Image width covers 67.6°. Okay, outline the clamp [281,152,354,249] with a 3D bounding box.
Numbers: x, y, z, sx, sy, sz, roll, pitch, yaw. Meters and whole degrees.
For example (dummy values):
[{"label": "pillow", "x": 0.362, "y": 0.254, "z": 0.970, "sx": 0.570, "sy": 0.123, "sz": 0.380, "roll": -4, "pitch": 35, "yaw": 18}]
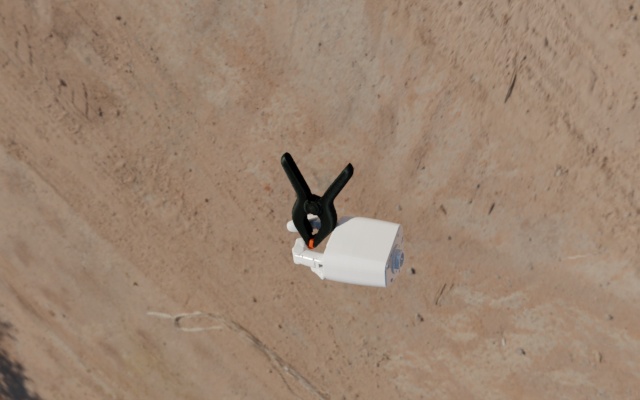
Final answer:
[{"label": "clamp", "x": 0.000, "y": 0.003, "z": 0.788, "sx": 0.120, "sy": 0.171, "sz": 0.039, "roll": 6, "pitch": 30, "yaw": 24}]
